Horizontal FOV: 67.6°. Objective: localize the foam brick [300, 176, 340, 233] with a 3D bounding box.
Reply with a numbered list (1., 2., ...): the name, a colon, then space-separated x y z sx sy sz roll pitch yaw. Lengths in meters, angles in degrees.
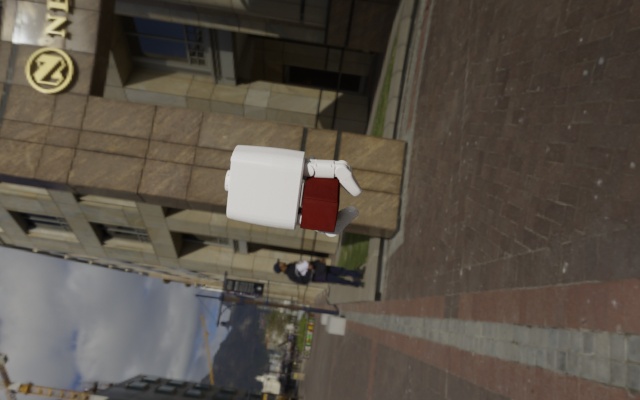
1. foam brick: 0.000 0.002 0.697 0.051 0.053 0.078 8 31 -1
